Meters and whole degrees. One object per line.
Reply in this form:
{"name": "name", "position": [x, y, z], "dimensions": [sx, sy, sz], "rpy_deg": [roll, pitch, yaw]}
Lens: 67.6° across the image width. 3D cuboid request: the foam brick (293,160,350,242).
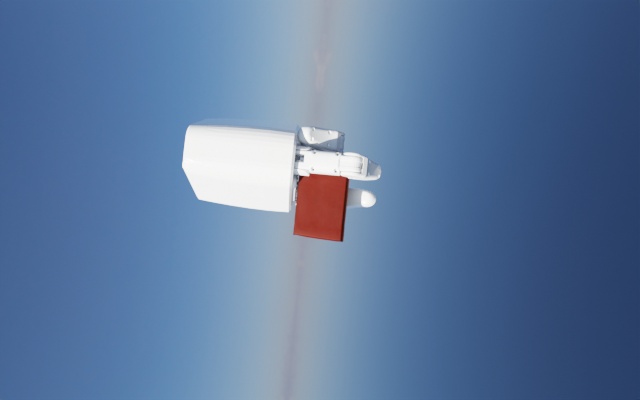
{"name": "foam brick", "position": [0.000, 0.002, 0.501], "dimensions": [0.051, 0.078, 0.053], "rpy_deg": [6, -3, -3]}
